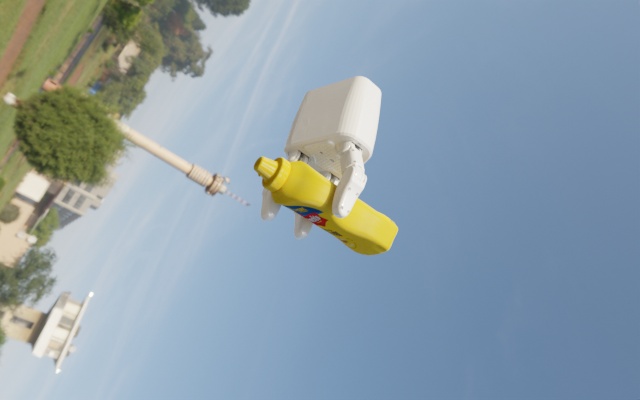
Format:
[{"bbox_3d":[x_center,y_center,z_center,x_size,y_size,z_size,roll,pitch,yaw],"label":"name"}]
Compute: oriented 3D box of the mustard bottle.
[{"bbox_3d":[0.000,0.002,0.586,0.192,0.058,0.096,33,-12,-28],"label":"mustard bottle"}]
